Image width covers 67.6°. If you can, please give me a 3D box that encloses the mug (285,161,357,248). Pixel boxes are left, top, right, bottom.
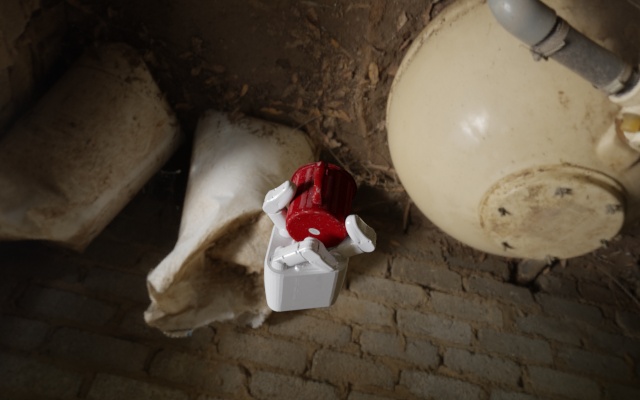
[{"bbox_3d":[0.000,0.001,0.625,0.093,0.081,0.117,8,-41,2],"label":"mug"}]
